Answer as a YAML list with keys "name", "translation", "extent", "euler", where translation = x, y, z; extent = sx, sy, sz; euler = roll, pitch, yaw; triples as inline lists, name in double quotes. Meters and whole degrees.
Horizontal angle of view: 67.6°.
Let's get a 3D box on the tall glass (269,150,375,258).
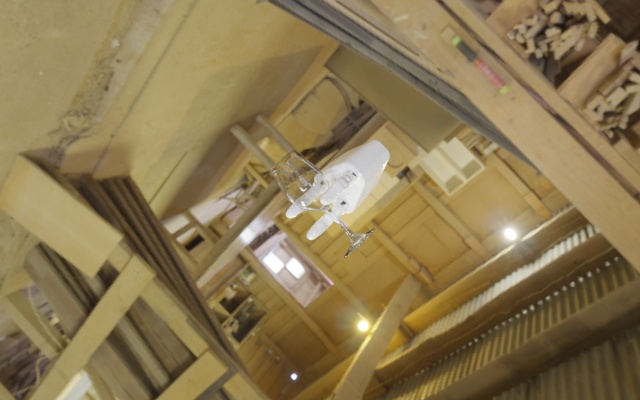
- name: "tall glass"
  translation: [0.001, 0.003, 0.842]
  extent: [0.079, 0.201, 0.079]
  euler: [-44, -1, -1]
